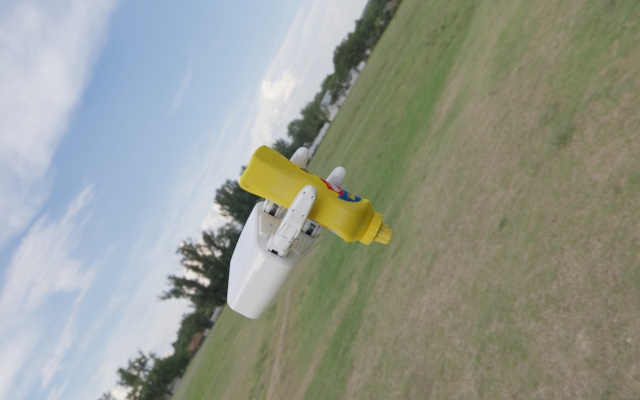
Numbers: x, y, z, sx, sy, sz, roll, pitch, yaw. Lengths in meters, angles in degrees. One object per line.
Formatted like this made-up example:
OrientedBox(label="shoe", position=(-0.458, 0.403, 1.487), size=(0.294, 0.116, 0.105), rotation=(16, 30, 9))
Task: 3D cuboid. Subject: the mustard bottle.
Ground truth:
OrientedBox(label="mustard bottle", position=(0.000, 0.001, 0.576), size=(0.191, 0.058, 0.096), rotation=(28, 4, -4))
